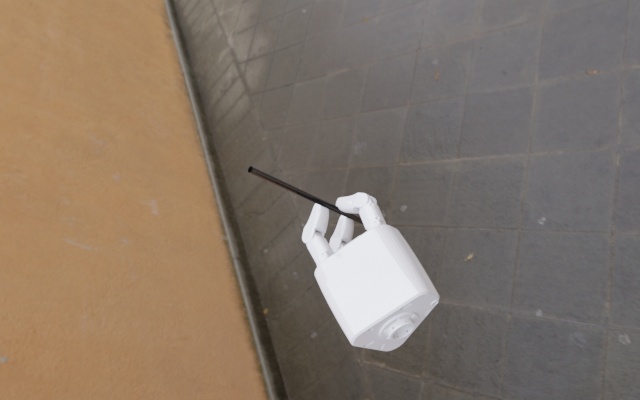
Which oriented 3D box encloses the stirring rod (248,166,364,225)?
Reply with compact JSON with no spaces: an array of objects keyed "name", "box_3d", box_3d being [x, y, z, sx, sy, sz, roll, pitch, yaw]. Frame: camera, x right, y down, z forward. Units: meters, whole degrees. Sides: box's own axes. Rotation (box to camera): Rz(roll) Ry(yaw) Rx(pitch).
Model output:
[{"name":"stirring rod","box_3d":[0.000,0.002,0.625,0.011,0.011,0.239,0,-18,44]}]
